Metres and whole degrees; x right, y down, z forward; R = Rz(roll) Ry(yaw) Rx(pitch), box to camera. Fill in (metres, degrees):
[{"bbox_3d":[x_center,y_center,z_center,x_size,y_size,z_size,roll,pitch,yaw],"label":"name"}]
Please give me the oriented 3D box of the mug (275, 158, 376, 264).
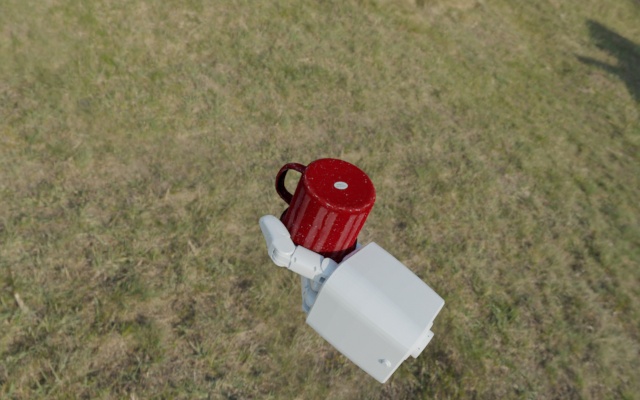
[{"bbox_3d":[-0.001,0.001,0.519,0.117,0.082,0.093,38,44,16],"label":"mug"}]
